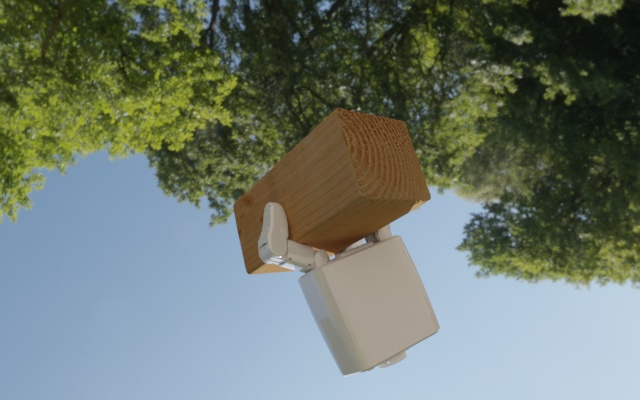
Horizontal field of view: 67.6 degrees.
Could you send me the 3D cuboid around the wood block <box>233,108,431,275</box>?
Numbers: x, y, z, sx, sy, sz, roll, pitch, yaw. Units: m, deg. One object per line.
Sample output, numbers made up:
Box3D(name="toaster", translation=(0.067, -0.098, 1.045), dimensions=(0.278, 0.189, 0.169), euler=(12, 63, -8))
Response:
Box3D(name="wood block", translation=(0.000, 0.002, 0.501), dimensions=(0.091, 0.090, 0.206), euler=(2, -26, -38))
